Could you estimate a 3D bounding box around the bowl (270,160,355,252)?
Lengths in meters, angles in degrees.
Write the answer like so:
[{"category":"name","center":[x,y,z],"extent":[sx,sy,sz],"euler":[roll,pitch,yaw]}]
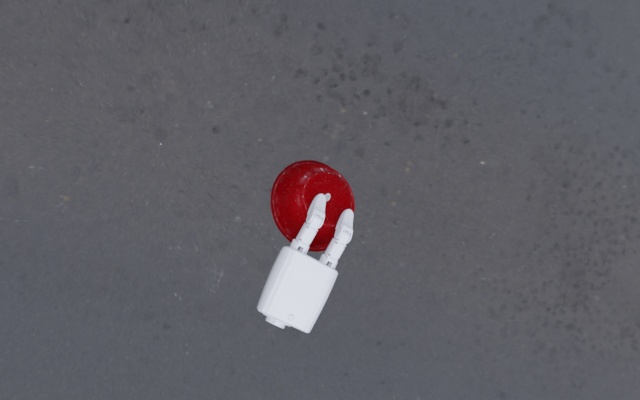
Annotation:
[{"category":"bowl","center":[0.000,0.001,0.802],"extent":[0.162,0.162,0.055],"euler":[0,-12,-29]}]
